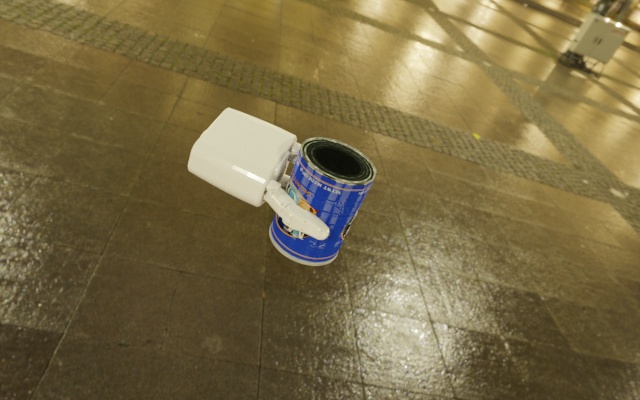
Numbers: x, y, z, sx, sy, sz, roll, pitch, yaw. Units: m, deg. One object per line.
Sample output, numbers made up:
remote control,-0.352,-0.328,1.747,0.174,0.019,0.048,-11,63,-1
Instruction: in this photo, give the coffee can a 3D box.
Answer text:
coffee can,0.000,0.002,0.637,0.103,0.140,0.102,16,33,-11
